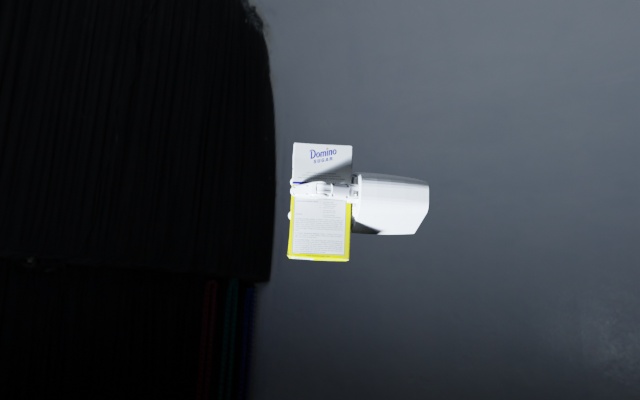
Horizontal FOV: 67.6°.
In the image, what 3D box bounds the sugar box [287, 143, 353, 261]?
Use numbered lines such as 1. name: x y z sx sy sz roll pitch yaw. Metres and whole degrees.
1. sugar box: 0.000 0.003 0.734 0.093 0.176 0.048 3 -11 -2
